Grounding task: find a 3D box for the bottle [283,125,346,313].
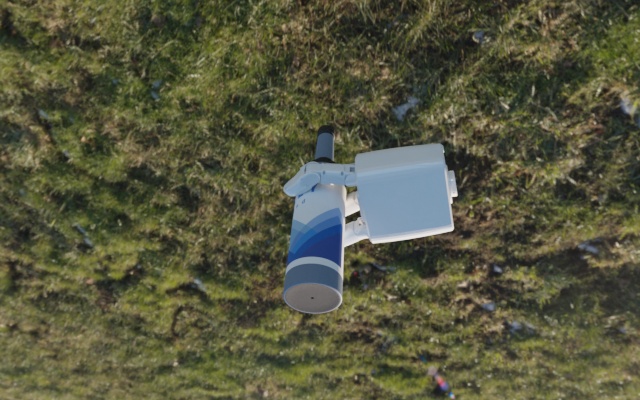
[{"bbox_3d":[0.000,0.002,0.632,0.069,0.295,0.069,3,-43,2],"label":"bottle"}]
